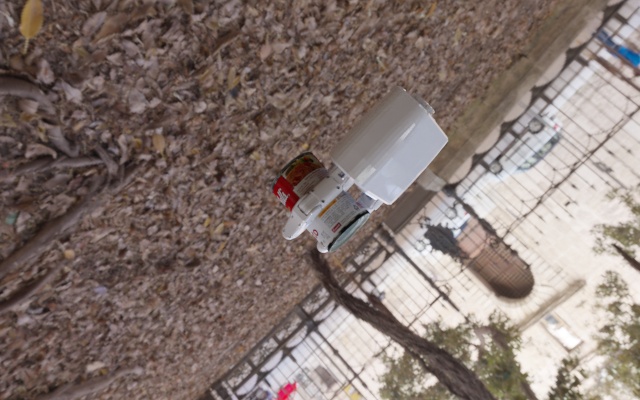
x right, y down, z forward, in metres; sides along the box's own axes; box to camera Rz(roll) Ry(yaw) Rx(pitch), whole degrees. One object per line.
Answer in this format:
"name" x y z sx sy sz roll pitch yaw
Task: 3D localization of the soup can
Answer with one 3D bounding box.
"soup can" 0.000 0.002 0.560 0.102 0.068 0.068 46 14 14
